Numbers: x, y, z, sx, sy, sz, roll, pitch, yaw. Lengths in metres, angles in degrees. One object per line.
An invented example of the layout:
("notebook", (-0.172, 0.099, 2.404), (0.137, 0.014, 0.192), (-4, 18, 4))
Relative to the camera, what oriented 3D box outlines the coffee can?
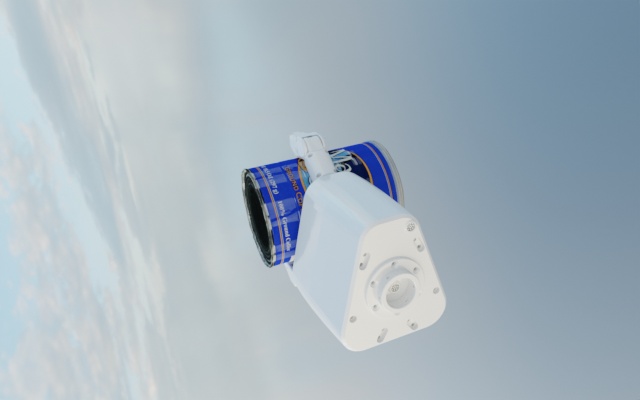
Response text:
("coffee can", (0.000, 0.001, 0.495), (0.140, 0.103, 0.103), (-15, 4, -17))
